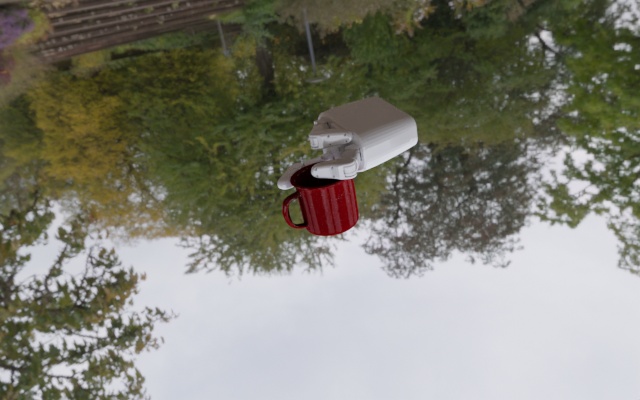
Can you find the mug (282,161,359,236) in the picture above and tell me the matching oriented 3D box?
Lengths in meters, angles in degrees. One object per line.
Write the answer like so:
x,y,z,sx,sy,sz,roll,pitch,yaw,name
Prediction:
-0.001,0.003,0.679,0.117,0.081,0.093,-25,29,-24,mug
